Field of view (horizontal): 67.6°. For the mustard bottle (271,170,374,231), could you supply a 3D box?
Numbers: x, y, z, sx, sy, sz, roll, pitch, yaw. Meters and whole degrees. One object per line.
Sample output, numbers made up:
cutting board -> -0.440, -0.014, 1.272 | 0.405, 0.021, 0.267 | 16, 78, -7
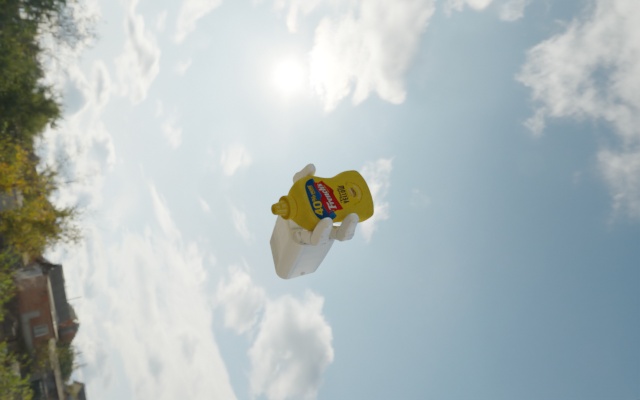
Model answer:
mustard bottle -> 0.000, 0.002, 0.827 | 0.191, 0.096, 0.058 | -9, -16, -35
